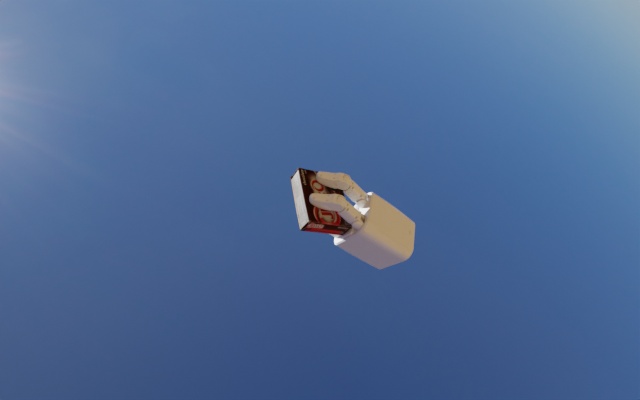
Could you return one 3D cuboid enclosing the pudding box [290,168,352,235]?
[{"bbox_3d":[0.000,0.003,0.840,0.090,0.113,0.039,9,-39,-34],"label":"pudding box"}]
